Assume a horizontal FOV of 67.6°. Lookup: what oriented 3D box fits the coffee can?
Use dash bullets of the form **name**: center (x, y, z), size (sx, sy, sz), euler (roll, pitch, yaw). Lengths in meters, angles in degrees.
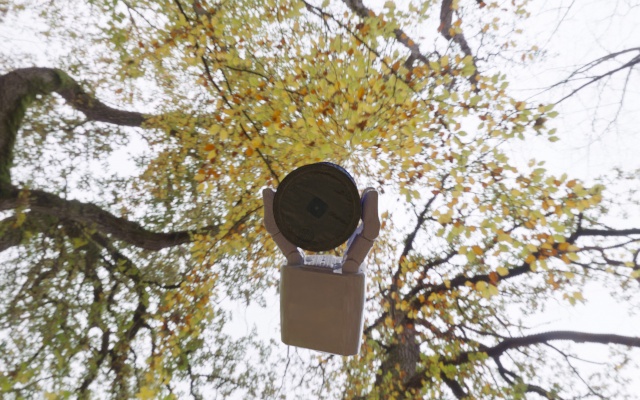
- **coffee can**: center (0.000, 0.002, 0.615), size (0.103, 0.103, 0.140), euler (0, 6, 4)
